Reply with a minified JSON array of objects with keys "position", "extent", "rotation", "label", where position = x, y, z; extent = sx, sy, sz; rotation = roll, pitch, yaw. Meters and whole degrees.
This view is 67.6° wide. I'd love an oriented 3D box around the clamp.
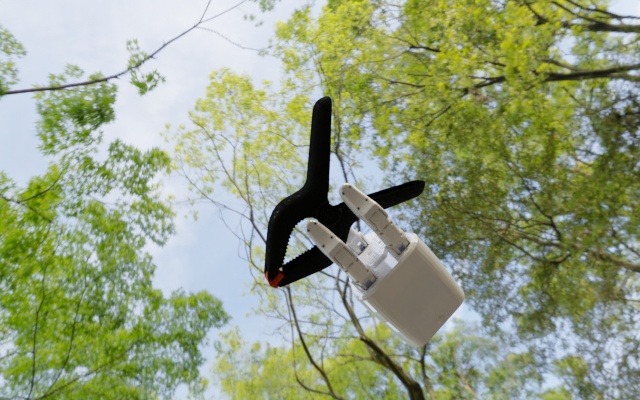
[{"position":[0.000,0.002,0.535],"extent":[0.164,0.210,0.036],"rotation":[45,-5,-17],"label":"clamp"}]
